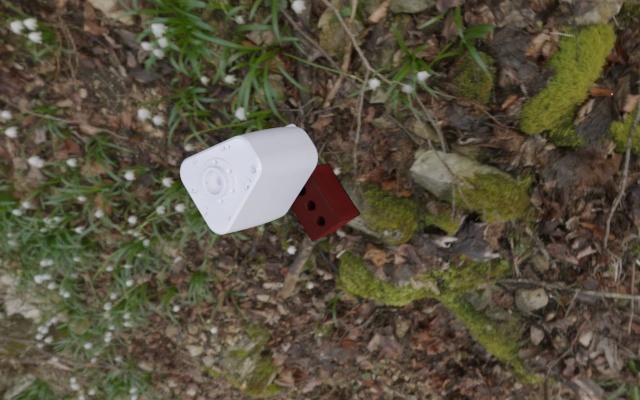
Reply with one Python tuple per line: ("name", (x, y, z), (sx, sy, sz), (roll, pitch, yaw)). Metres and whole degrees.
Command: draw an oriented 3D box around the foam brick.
("foam brick", (0.000, 0.002, 0.588), (0.053, 0.078, 0.051), (-37, -9, 31))
